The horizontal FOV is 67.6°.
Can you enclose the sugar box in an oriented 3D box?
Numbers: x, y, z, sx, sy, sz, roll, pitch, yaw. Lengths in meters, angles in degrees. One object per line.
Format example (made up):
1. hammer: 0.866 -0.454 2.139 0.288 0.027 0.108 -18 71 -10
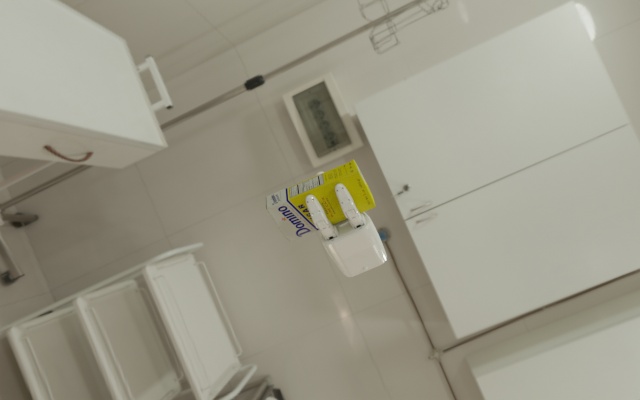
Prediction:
1. sugar box: 0.000 0.003 0.858 0.176 0.093 0.048 -25 36 8
